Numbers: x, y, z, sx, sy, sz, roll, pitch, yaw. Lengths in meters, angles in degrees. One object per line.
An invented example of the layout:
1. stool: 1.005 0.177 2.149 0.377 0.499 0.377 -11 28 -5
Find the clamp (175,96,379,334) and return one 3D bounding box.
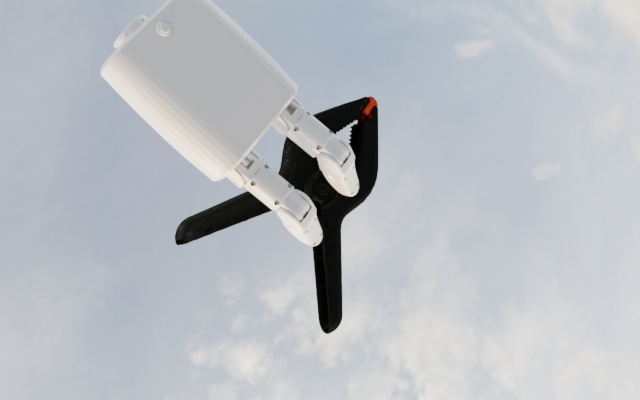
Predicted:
1. clamp: 0.000 0.001 0.424 0.164 0.210 0.036 43 -19 -20
